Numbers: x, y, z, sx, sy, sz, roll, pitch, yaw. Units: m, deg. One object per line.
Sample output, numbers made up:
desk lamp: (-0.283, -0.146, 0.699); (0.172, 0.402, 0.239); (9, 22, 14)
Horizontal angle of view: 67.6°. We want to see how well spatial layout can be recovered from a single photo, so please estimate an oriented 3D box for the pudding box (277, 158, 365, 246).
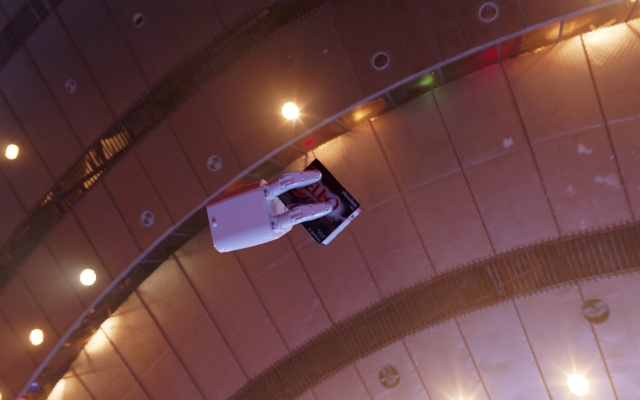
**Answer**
pudding box: (0.000, 0.003, 0.762); (0.090, 0.113, 0.039); (-44, -18, 6)
